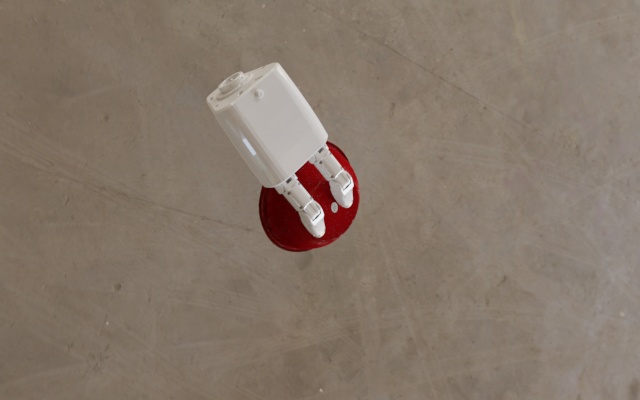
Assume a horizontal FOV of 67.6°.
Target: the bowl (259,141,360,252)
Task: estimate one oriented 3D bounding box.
[{"bbox_3d":[0.001,0.003,0.639,0.162,0.162,0.055,0,16,-40],"label":"bowl"}]
